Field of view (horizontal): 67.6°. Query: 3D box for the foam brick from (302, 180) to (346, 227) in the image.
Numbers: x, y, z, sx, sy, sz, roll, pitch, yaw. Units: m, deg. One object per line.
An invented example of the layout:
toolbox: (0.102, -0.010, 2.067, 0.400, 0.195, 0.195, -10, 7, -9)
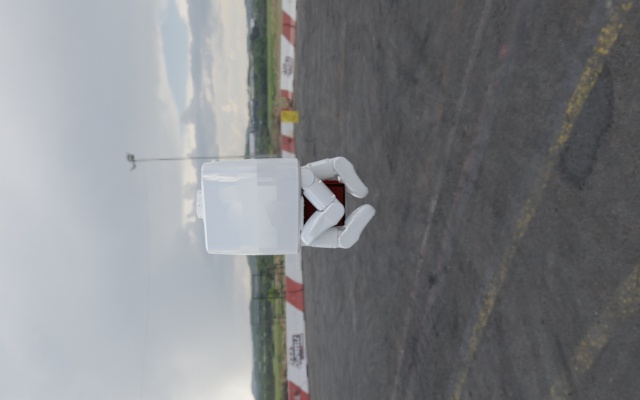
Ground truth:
foam brick: (0.000, 0.002, 0.601, 0.051, 0.053, 0.078, -2, 5, -6)
